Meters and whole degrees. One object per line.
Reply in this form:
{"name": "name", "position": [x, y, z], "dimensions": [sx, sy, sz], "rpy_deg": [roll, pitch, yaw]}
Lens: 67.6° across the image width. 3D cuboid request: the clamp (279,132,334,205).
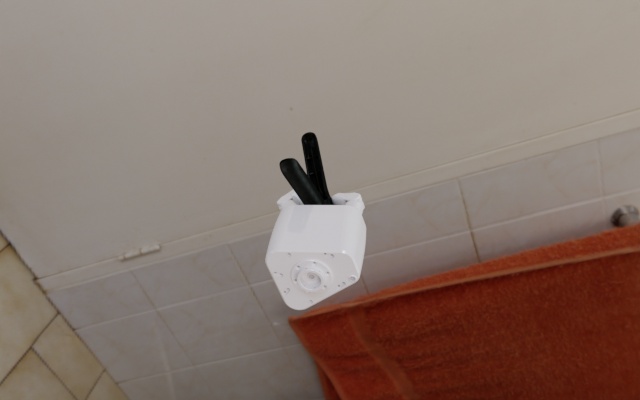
{"name": "clamp", "position": [0.001, 0.003, 0.717], "dimensions": [0.036, 0.210, 0.164], "rpy_deg": [-15, 24, 16]}
